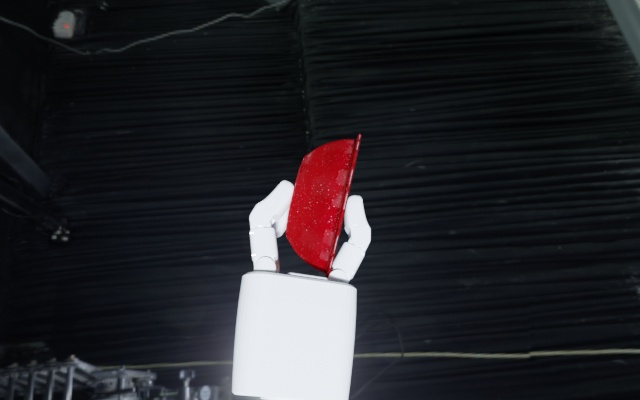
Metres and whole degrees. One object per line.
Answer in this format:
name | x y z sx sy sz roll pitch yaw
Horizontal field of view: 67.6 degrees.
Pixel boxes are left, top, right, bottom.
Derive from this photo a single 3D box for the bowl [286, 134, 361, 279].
bowl | 0.000 0.001 0.517 0.055 0.162 0.162 13 0 2
